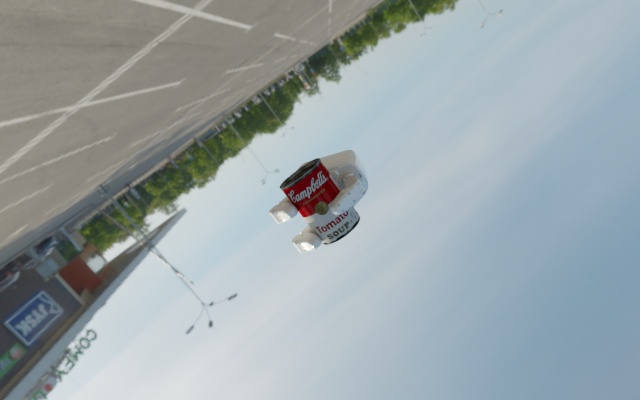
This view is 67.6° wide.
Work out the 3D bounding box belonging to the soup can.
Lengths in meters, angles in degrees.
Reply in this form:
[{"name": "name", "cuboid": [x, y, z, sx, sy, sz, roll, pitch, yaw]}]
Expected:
[{"name": "soup can", "cuboid": [0.000, 0.002, 0.661, 0.068, 0.102, 0.068, -34, 14, 9]}]
